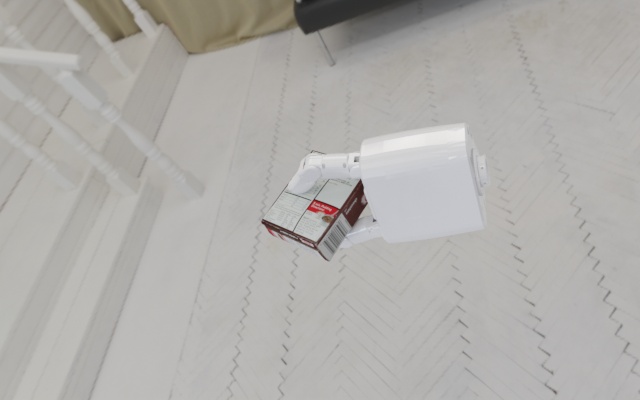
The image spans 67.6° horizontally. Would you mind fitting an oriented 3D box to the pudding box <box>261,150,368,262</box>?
[{"bbox_3d":[0.000,0.002,0.542,0.090,0.113,0.039,20,-26,39],"label":"pudding box"}]
